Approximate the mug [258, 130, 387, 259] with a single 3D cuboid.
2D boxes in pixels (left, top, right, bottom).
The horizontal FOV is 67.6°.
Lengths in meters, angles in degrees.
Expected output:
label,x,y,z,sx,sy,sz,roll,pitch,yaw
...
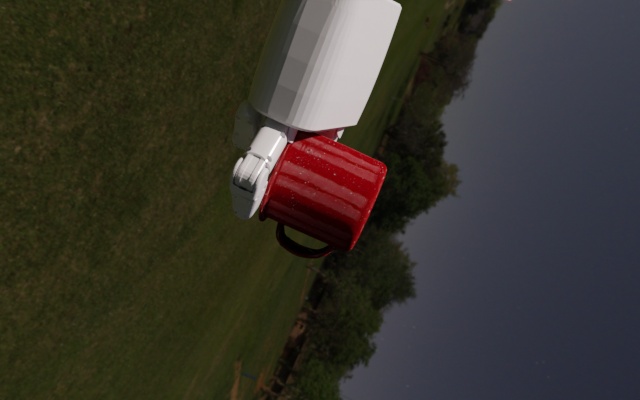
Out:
label,x,y,z,sx,sy,sz,roll,pitch,yaw
mug,0.000,0.003,0.410,0.081,0.117,0.093,24,25,3
